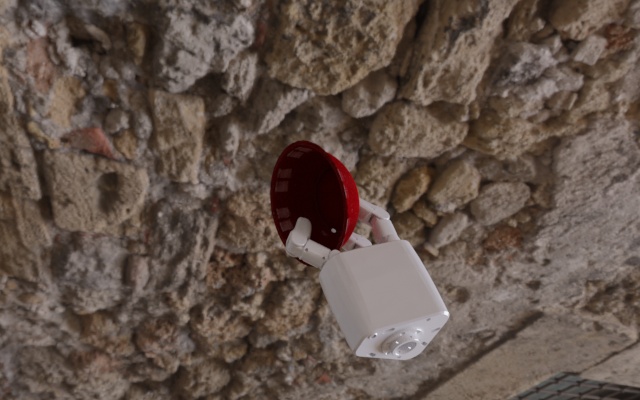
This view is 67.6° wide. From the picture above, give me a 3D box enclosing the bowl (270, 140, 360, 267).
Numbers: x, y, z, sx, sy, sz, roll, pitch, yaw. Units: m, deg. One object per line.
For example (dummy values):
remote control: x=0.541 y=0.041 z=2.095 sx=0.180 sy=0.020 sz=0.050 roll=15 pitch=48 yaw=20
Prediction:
bowl: x=0.000 y=0.001 z=0.623 sx=0.055 sy=0.162 sz=0.162 roll=-9 pitch=6 yaw=-38
